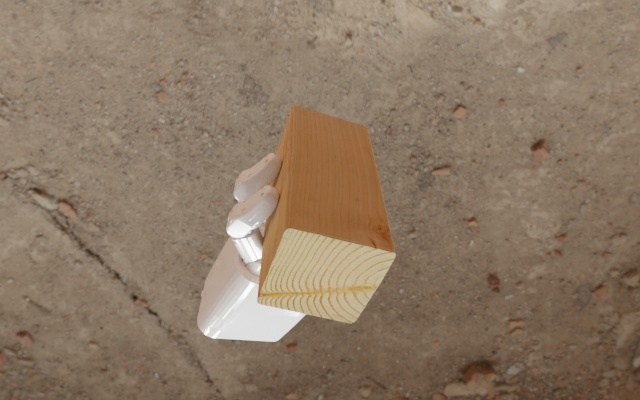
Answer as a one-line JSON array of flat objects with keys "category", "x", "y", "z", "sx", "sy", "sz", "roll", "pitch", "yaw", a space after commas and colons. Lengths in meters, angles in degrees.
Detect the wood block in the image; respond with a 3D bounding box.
[{"category": "wood block", "x": 0.000, "y": 0.002, "z": 0.461, "sx": 0.091, "sy": 0.090, "sz": 0.206, "roll": 15, "pitch": 35, "yaw": -13}]
